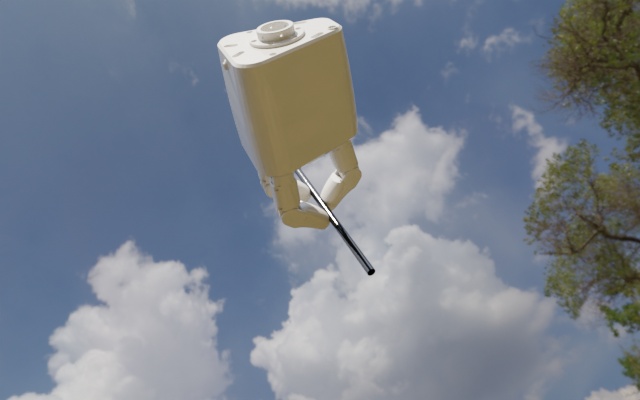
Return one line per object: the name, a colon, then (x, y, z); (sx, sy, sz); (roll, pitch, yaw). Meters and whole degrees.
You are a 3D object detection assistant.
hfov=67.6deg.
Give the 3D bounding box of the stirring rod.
stirring rod: (0.000, 0.002, 0.517); (0.011, 0.011, 0.239); (0, 31, -26)
